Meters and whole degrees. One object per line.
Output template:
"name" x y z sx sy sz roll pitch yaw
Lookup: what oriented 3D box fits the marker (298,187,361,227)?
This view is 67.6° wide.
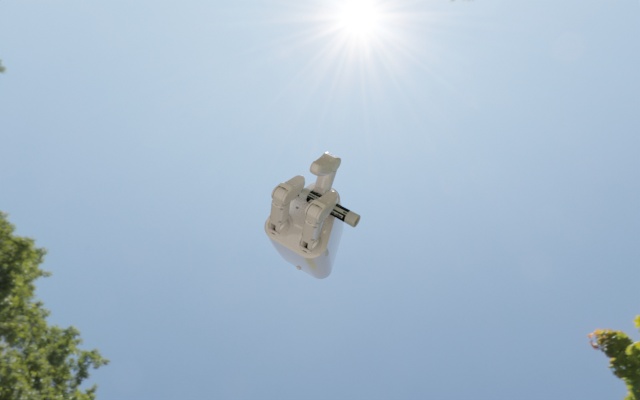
"marker" 0.000 0.002 0.667 0.121 0.020 0.020 28 11 21
